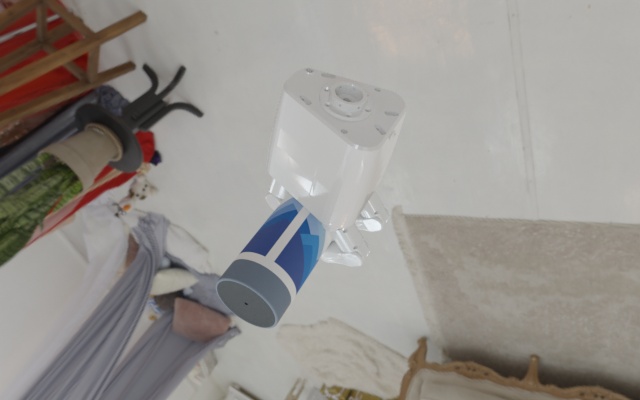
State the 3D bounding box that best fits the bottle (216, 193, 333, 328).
[{"bbox_3d":[0.000,0.002,0.521,0.069,0.069,0.295,0,39,36],"label":"bottle"}]
